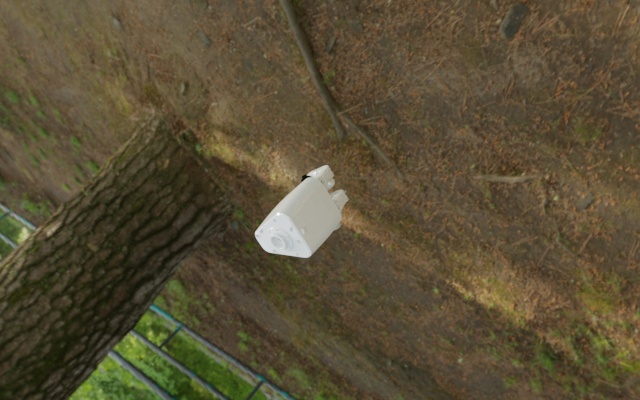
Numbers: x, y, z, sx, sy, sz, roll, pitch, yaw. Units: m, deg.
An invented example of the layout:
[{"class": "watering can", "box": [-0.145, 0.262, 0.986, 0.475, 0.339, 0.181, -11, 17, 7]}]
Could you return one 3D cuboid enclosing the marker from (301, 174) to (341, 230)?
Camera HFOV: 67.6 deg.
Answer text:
[{"class": "marker", "box": [0.000, 0.003, 0.897, 0.020, 0.121, 0.020, -30, 17, 10]}]
